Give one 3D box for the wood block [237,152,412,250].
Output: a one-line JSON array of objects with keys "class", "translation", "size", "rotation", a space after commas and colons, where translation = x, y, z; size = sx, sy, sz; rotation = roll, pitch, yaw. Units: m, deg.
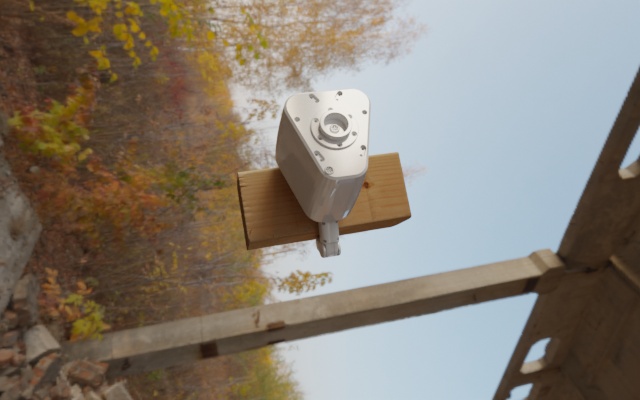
[{"class": "wood block", "translation": [0.000, 0.002, 0.626], "size": [0.206, 0.091, 0.090], "rotation": [-8, -10, -12]}]
